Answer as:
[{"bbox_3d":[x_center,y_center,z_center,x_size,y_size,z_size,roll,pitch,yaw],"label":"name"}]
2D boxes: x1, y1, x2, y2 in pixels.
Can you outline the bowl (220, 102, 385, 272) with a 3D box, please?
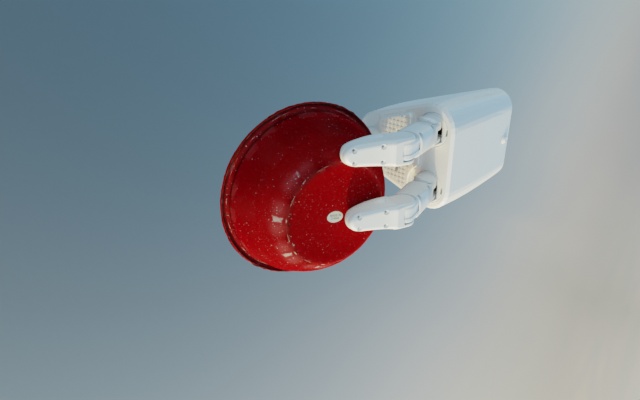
[{"bbox_3d":[-0.001,0.002,0.406,0.162,0.162,0.055,0,22,-33],"label":"bowl"}]
